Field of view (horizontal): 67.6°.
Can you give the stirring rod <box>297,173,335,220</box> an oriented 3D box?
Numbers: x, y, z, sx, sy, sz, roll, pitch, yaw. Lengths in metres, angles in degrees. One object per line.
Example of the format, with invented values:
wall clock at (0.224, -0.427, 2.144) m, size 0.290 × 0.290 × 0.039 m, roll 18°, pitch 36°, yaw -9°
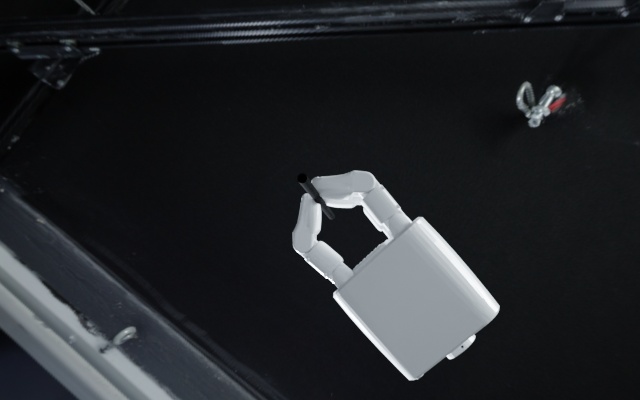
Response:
stirring rod at (0.000, 0.002, 0.484) m, size 0.011 × 0.011 × 0.239 m, roll 0°, pitch -9°, yaw 7°
